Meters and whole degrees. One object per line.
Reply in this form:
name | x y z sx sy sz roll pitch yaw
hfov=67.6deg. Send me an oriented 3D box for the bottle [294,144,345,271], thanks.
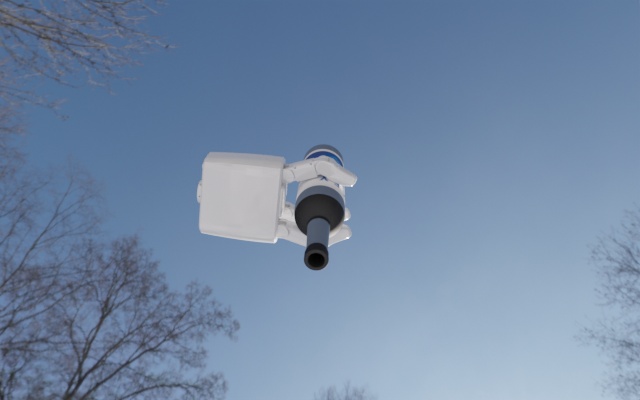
bottle | 0.000 0.002 0.652 0.069 0.069 0.295 0 25 2
